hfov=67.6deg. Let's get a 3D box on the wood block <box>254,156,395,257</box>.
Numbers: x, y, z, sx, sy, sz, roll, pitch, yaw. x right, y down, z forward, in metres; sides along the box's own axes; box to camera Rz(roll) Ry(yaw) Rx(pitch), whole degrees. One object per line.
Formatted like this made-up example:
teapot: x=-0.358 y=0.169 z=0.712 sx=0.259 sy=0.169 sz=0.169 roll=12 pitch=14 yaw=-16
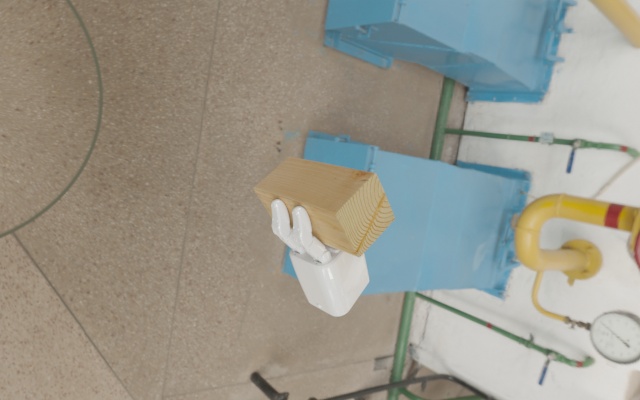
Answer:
wood block: x=0.001 y=0.003 z=0.745 sx=0.090 sy=0.090 sz=0.206 roll=-44 pitch=35 yaw=-24
